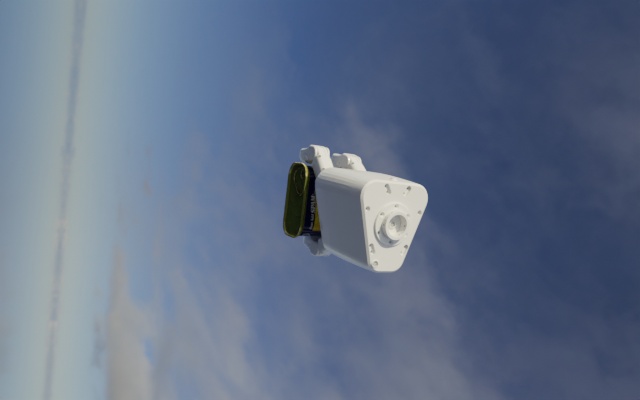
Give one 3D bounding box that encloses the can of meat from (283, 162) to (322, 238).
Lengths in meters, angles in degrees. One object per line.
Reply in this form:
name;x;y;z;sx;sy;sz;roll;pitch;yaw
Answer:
can of meat;0.000;0.002;0.668;0.084;0.102;0.057;5;3;-28
